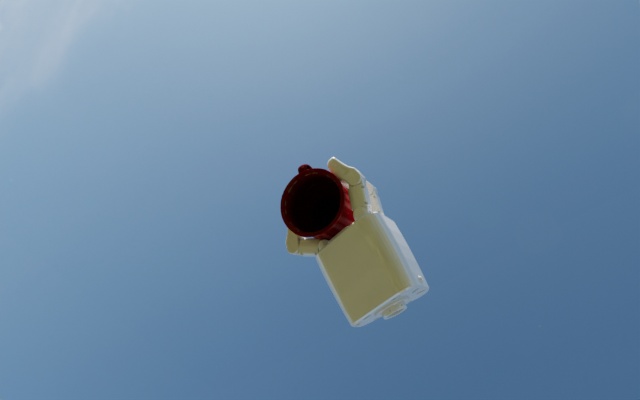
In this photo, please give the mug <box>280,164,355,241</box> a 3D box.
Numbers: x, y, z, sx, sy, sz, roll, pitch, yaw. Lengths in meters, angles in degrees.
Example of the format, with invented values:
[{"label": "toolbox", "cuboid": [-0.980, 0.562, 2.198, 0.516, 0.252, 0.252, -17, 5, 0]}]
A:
[{"label": "mug", "cuboid": [0.000, 0.001, 0.660, 0.093, 0.117, 0.081, -32, -26, 14]}]
